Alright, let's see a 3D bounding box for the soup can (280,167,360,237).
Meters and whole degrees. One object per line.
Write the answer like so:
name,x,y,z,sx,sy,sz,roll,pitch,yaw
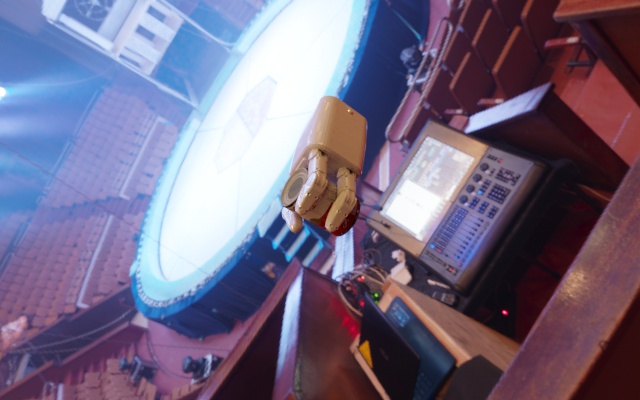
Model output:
soup can,0.000,0.003,0.713,0.102,0.068,0.068,30,-15,-27
